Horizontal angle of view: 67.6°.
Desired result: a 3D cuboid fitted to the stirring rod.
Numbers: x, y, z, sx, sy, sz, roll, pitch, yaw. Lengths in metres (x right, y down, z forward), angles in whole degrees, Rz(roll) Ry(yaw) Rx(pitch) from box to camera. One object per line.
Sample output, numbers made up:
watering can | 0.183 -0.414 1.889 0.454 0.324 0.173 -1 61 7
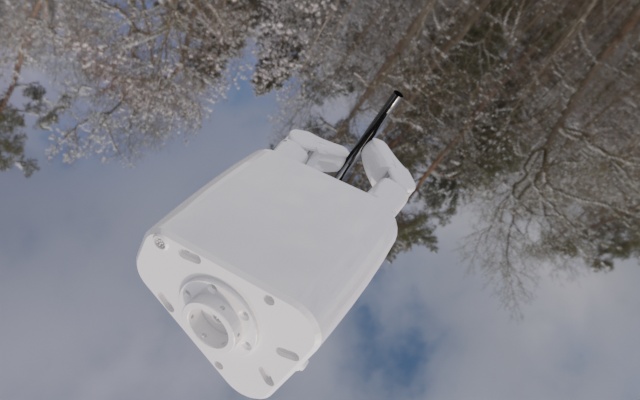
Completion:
stirring rod | 0.000 0.001 0.413 0.011 0.011 0.240 0 -40 -37
